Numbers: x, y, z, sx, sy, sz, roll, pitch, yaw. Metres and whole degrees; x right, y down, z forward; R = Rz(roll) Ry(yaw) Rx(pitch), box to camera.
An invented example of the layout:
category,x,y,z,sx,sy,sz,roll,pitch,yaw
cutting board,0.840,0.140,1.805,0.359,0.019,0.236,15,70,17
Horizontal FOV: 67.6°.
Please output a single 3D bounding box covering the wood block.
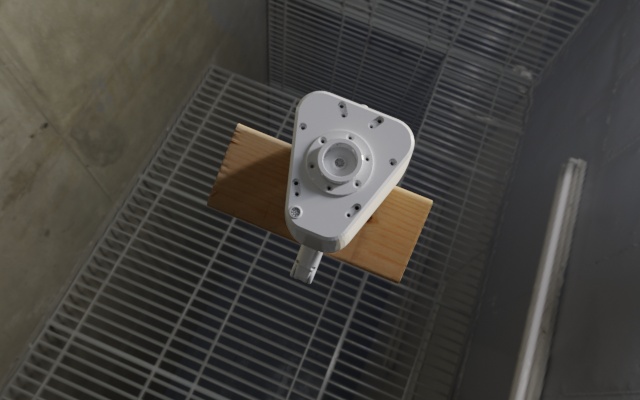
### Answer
category,x,y,z,sx,sy,sz,roll,pitch,yaw
wood block,0.000,0.002,0.509,0.206,0.091,0.090,22,3,4
